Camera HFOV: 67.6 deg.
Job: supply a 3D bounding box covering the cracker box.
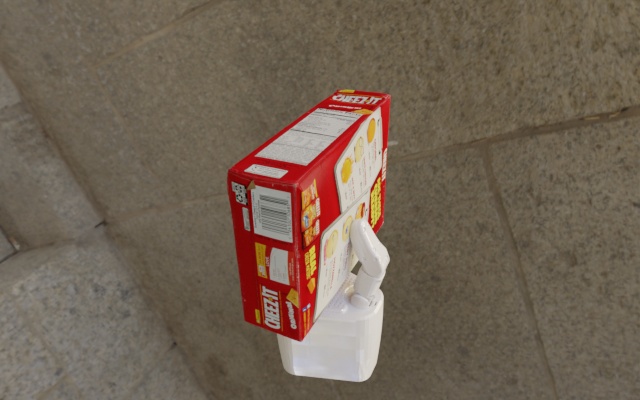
[{"bbox_3d":[0.000,0.002,0.472,0.072,0.164,0.213,13,34,22],"label":"cracker box"}]
